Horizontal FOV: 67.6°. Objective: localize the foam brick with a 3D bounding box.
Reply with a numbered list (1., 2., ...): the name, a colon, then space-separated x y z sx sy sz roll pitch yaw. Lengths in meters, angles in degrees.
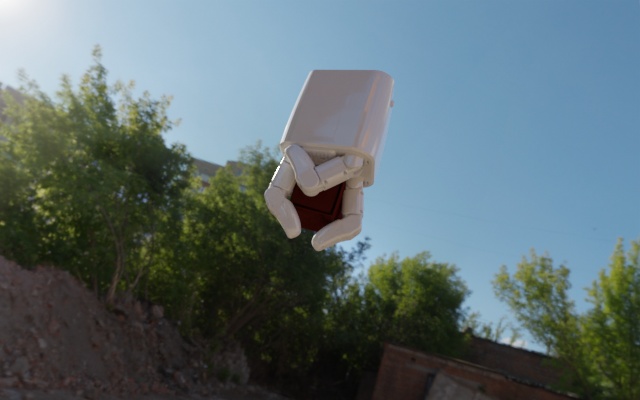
1. foam brick: 0.000 0.002 0.559 0.053 0.051 0.078 14 -20 11
